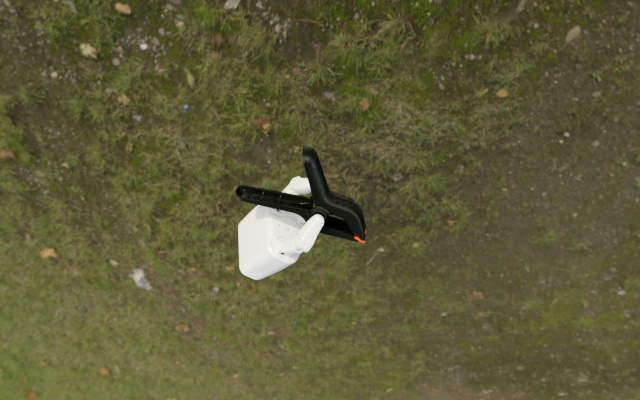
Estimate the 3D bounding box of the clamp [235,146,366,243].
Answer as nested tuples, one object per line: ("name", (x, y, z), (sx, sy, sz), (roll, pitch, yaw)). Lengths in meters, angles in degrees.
("clamp", (0.000, 0.003, 0.705), (0.210, 0.036, 0.164), (29, -38, -25))
